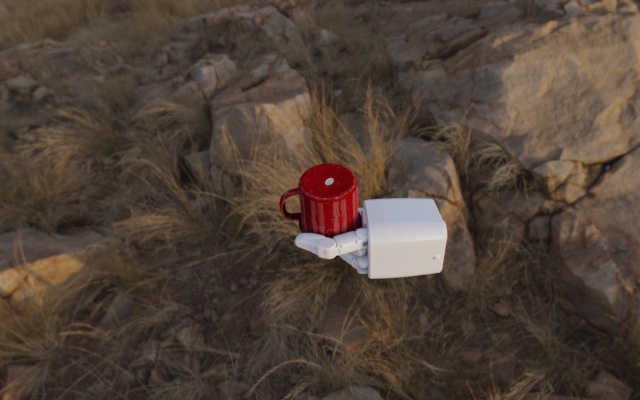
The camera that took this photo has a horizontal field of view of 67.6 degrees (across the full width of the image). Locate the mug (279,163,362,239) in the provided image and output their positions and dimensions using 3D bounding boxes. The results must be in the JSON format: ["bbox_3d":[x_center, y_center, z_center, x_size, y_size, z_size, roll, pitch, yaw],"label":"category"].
[{"bbox_3d":[-0.001,0.002,0.675,0.117,0.082,0.093,-3,42,2],"label":"mug"}]
